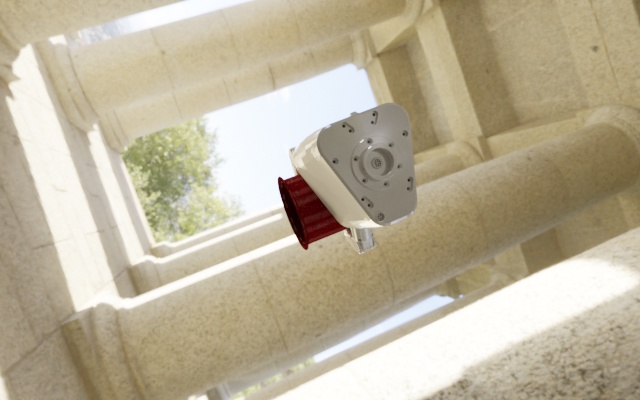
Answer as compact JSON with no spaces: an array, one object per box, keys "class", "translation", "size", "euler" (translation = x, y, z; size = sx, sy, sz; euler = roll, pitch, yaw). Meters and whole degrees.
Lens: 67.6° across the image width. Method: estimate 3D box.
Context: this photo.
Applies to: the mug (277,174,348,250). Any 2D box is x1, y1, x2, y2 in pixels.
[{"class":"mug","translation":[0.000,0.002,0.585],"size":[0.081,0.093,0.117],"euler":[-21,3,-12]}]
